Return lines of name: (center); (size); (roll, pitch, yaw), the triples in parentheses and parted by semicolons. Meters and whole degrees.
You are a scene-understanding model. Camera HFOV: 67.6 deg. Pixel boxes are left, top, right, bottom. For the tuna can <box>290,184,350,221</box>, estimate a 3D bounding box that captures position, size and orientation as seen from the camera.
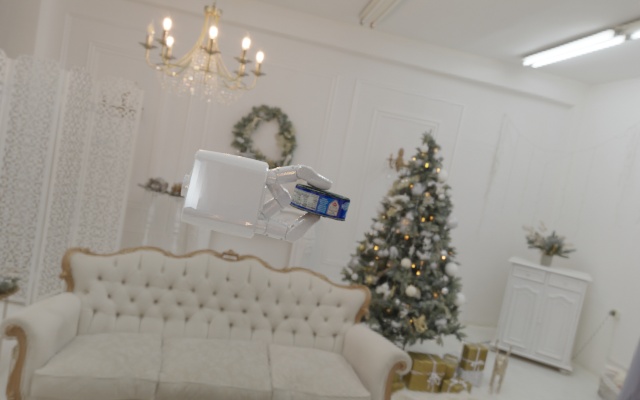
tuna can: (0.000, 0.002, 0.706); (0.086, 0.034, 0.086); (16, 4, -1)
